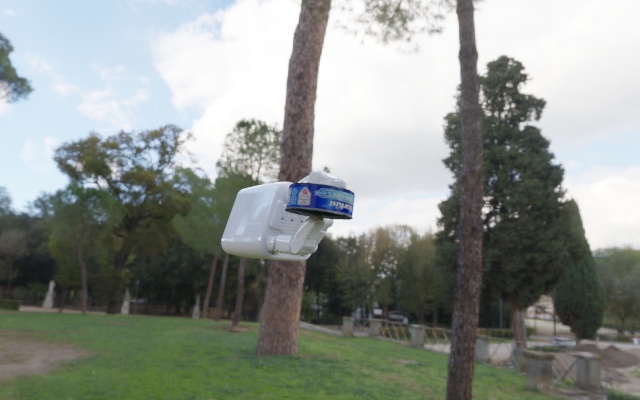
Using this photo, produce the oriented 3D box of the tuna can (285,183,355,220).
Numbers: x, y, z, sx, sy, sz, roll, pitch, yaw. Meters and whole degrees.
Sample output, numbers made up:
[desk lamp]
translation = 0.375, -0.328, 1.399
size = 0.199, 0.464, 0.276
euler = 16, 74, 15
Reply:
[tuna can]
translation = 0.000, 0.001, 0.600
size = 0.086, 0.033, 0.086
euler = 7, -7, 1
